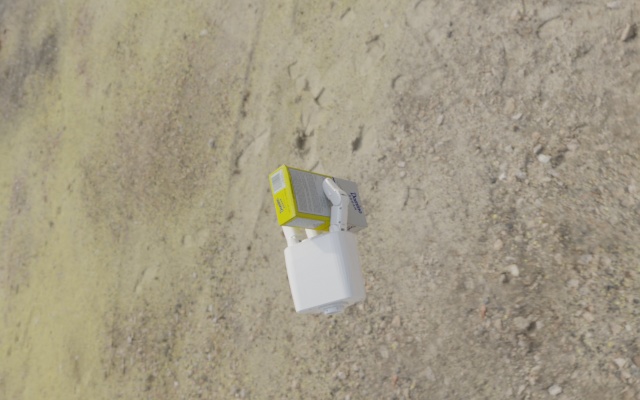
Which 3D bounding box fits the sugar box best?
[{"bbox_3d":[0.000,0.003,0.802,0.048,0.093,0.176,-30,-28,35],"label":"sugar box"}]
